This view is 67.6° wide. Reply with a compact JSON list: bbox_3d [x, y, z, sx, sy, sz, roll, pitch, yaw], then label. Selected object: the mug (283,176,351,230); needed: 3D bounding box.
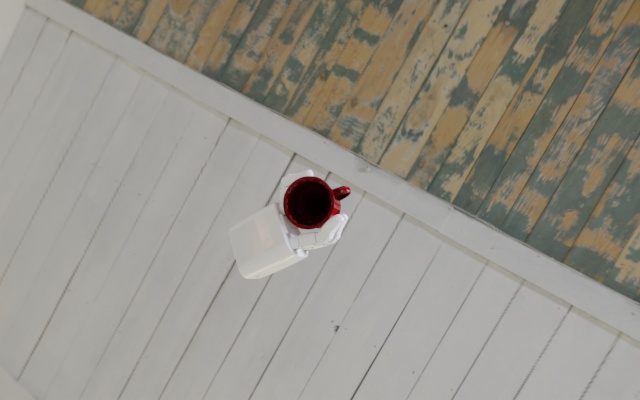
[{"bbox_3d":[0.001,0.002,0.858,0.117,0.093,0.081,-27,-13,11],"label":"mug"}]
